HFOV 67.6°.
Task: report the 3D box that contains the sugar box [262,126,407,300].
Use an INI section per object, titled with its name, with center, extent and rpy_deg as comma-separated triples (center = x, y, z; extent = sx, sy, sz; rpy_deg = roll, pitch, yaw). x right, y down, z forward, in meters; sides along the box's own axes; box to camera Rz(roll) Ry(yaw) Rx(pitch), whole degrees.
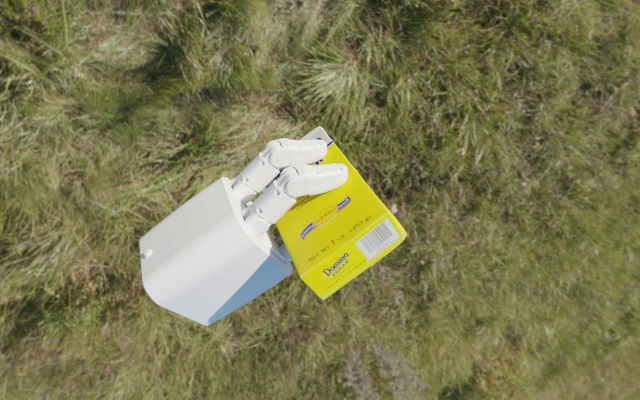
[sugar box]
center = 0.000, 0.001, 0.460
extent = 0.093, 0.048, 0.176
rpy_deg = -36, 40, 3
